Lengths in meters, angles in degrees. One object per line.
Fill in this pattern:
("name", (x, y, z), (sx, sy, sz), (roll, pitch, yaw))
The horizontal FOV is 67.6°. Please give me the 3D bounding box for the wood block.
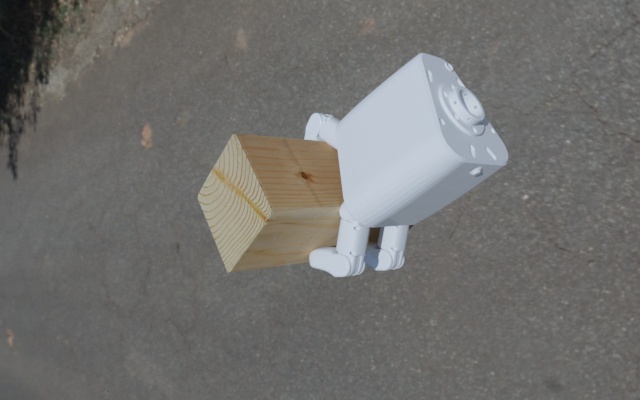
("wood block", (0.000, 0.001, 0.477), (0.206, 0.090, 0.090), (0, -39, -42))
